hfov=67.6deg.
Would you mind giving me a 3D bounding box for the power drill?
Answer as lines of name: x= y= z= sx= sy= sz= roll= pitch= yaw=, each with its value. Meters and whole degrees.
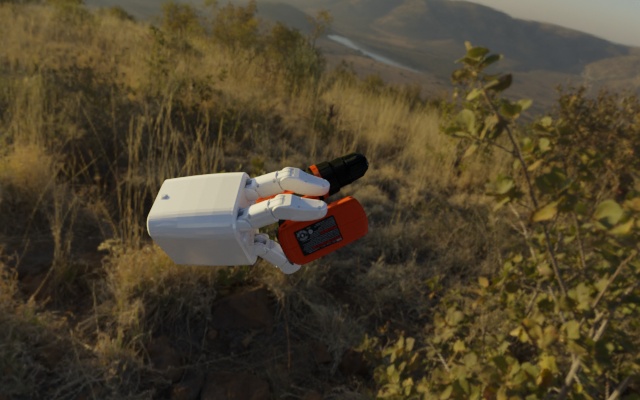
power drill: x=0.000 y=0.002 z=0.634 sx=0.184 sy=0.057 sz=0.187 roll=-26 pitch=21 yaw=-3
